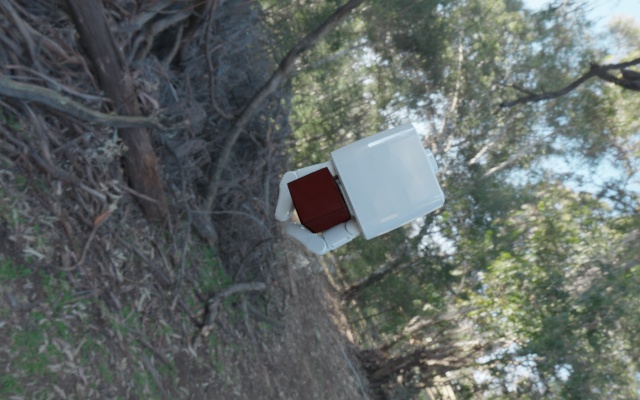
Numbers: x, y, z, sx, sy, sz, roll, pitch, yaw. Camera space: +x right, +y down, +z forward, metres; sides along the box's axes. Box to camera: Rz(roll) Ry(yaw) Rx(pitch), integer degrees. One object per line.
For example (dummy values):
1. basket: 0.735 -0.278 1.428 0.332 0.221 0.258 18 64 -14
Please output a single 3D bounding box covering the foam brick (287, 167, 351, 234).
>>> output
1. foam brick: 0.000 0.002 0.557 0.051 0.053 0.078 -22 -14 5
